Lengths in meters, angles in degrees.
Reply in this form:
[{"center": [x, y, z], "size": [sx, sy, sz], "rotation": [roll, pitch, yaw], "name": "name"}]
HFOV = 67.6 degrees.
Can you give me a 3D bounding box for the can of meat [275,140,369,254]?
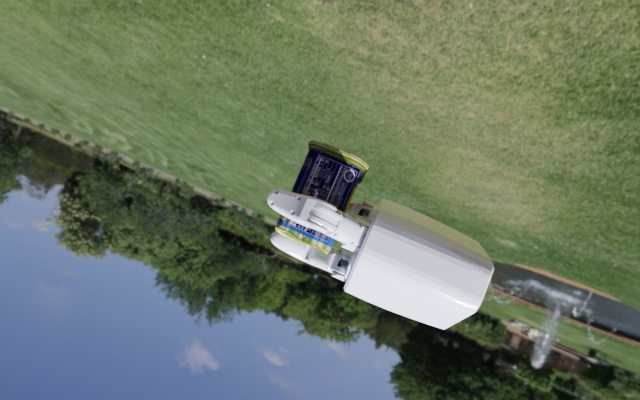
[{"center": [0.000, 0.002, 0.444], "size": [0.057, 0.084, 0.102], "rotation": [23, -7, 3], "name": "can of meat"}]
